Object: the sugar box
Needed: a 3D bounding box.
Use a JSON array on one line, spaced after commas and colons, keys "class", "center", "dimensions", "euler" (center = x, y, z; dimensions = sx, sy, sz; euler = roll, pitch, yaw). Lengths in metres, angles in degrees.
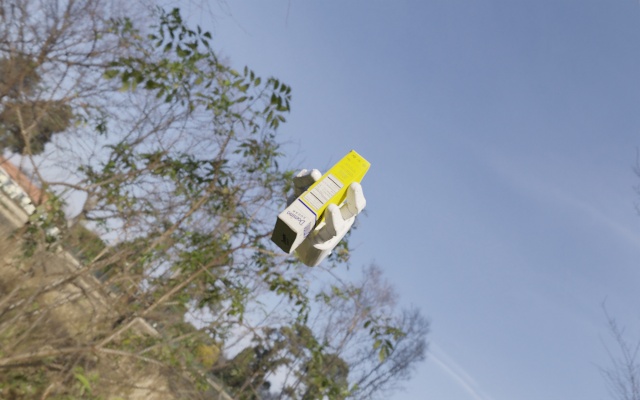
[{"class": "sugar box", "center": [0.001, 0.003, 0.757], "dimensions": [0.048, 0.176, 0.093], "euler": [40, -28, 9]}]
